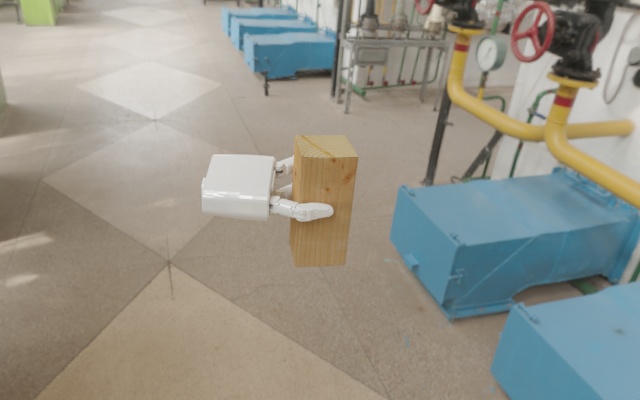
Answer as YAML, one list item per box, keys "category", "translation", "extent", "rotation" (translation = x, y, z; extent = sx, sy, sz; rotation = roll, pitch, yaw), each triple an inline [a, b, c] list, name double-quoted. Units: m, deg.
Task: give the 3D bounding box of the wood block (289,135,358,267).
- category: "wood block"
  translation: [0.000, 0.003, 0.807]
  extent: [0.090, 0.206, 0.090]
  rotation: [-1, 30, -11]
